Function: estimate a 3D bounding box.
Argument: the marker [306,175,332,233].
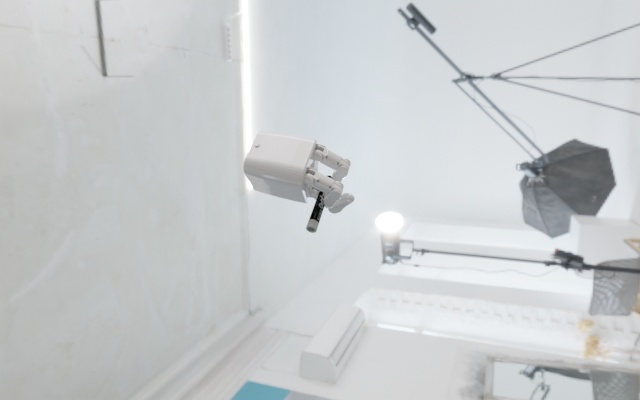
[{"bbox_3d":[0.000,0.003,0.826,0.020,0.121,0.020,12,-37,9],"label":"marker"}]
